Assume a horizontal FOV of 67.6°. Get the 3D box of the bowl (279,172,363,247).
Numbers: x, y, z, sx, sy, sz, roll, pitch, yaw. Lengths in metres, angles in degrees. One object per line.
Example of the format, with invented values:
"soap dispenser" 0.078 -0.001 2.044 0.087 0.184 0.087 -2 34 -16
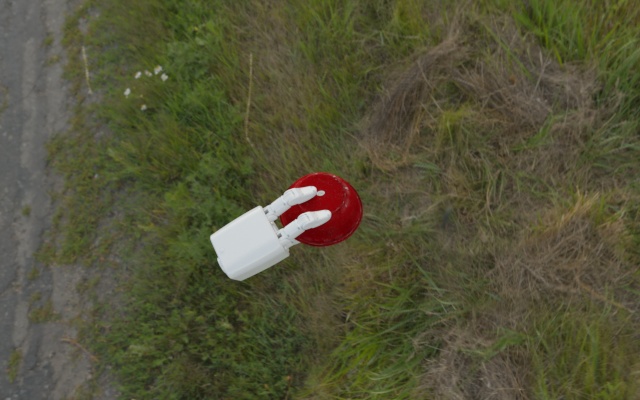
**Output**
"bowl" 0.001 0.002 0.891 0.162 0.162 0.055 0 -33 1
